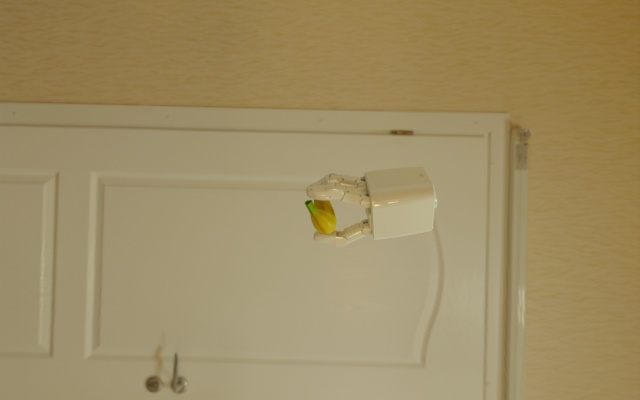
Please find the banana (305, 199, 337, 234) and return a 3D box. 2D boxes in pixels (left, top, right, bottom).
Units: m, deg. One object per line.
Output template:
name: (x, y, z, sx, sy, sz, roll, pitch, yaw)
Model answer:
banana: (0.005, 0.021, 0.833, 0.037, 0.069, 0.198, -16, 4, 3)
